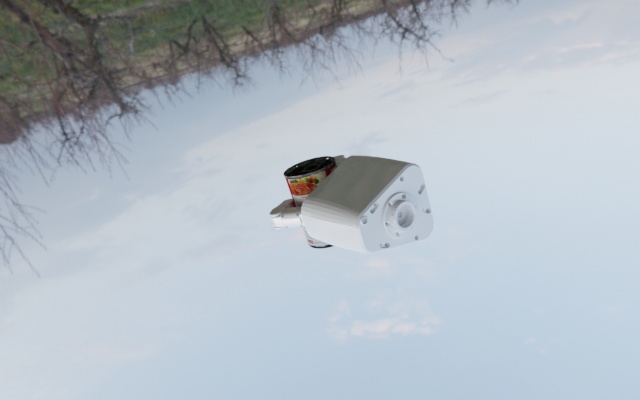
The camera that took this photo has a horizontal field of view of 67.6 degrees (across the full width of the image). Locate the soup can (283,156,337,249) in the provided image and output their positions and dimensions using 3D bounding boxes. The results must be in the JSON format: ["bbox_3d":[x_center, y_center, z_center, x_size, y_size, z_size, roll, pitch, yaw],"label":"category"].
[{"bbox_3d":[0.000,0.002,0.617,0.068,0.102,0.068,-16,19,6],"label":"soup can"}]
